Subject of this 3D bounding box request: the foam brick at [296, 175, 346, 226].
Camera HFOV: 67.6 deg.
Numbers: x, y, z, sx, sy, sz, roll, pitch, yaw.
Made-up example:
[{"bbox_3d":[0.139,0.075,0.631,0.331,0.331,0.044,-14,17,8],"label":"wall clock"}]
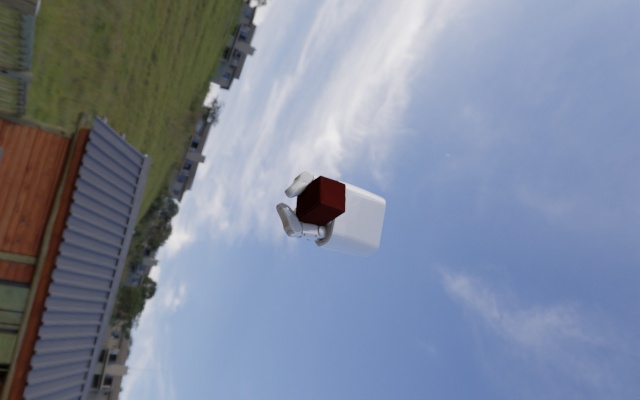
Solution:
[{"bbox_3d":[0.000,0.003,0.782,0.051,0.053,0.078,18,-30,-27],"label":"foam brick"}]
